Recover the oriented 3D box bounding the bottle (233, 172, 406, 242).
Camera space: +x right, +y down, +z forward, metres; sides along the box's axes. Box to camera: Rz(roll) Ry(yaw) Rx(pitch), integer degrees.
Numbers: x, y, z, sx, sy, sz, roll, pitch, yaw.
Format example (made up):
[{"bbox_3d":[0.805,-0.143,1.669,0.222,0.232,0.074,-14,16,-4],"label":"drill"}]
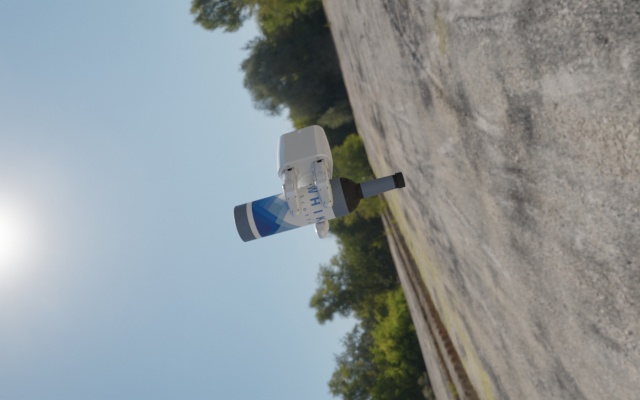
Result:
[{"bbox_3d":[0.000,0.003,0.826,0.296,0.069,0.069,-15,-2,6],"label":"bottle"}]
